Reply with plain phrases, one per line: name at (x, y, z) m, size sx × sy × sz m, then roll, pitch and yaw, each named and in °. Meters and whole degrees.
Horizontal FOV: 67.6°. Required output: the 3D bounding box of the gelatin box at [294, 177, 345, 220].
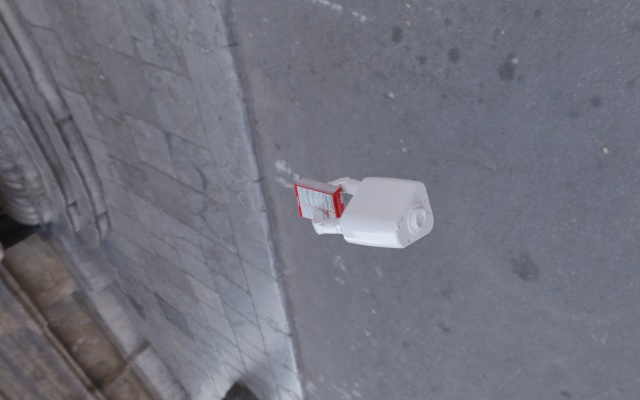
gelatin box at (0.000, 0.003, 0.856) m, size 0.089 × 0.073 × 0.030 m, roll 15°, pitch 42°, yaw 31°
